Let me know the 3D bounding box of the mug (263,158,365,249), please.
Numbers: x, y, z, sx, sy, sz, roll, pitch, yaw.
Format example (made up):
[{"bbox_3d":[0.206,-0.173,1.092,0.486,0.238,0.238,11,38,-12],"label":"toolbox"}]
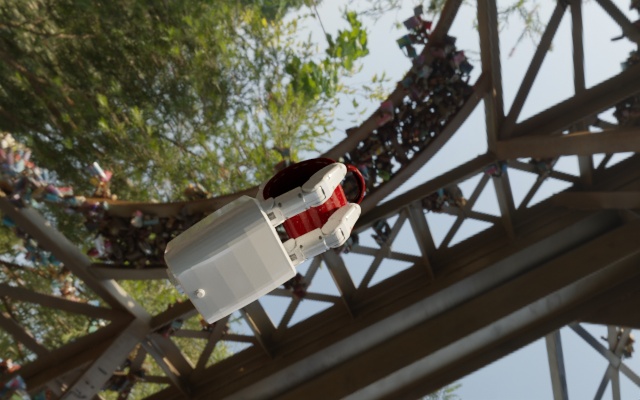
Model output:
[{"bbox_3d":[0.001,0.001,0.569,0.117,0.081,0.093,-29,29,-11],"label":"mug"}]
